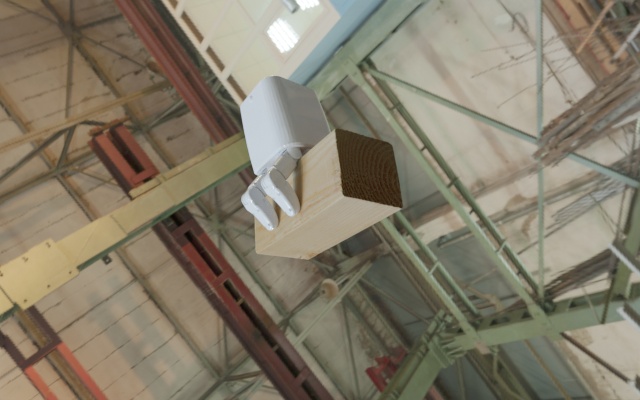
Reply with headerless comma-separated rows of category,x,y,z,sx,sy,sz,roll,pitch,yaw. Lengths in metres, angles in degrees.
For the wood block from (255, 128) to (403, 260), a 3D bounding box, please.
wood block,0.000,0.002,0.625,0.091,0.090,0.206,10,-28,-32
